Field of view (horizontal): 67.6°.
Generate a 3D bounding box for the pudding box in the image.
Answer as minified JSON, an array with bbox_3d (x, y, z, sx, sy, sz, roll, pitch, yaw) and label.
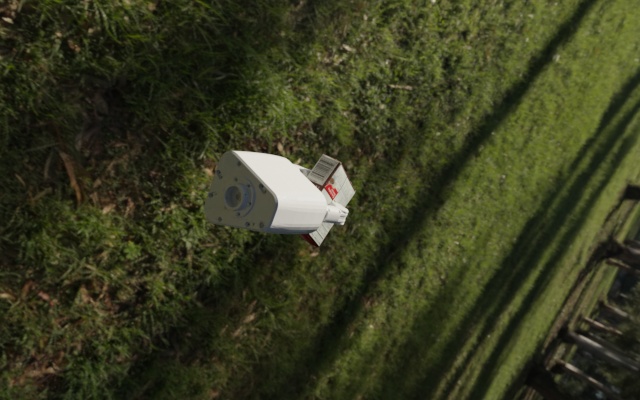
[{"bbox_3d":[0.000,0.002,0.715,0.039,0.113,0.090,28,-16,30],"label":"pudding box"}]
